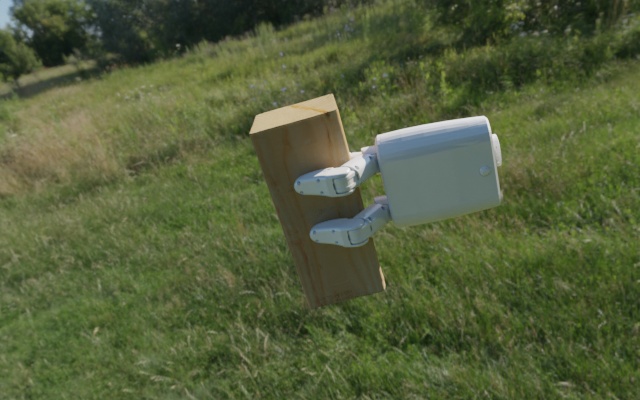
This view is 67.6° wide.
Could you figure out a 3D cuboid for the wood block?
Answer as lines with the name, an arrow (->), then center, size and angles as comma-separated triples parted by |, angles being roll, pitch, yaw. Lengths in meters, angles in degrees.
wood block -> 0.000, 0.001, 0.524 | 0.090, 0.206, 0.090 | -15, 22, 4
